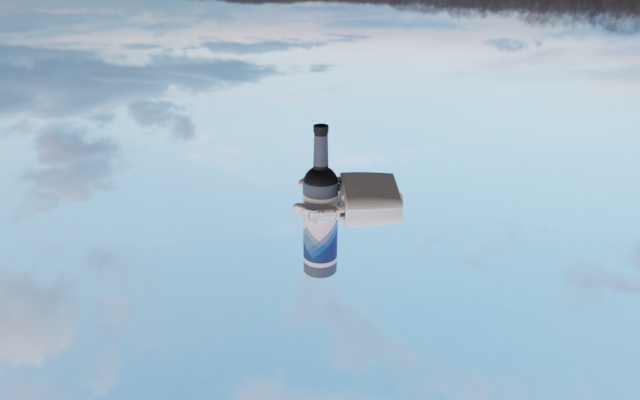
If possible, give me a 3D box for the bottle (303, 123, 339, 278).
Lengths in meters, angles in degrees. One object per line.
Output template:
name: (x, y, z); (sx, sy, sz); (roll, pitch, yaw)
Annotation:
bottle: (0.000, 0.003, 0.896); (0.069, 0.296, 0.069); (0, 23, 0)
